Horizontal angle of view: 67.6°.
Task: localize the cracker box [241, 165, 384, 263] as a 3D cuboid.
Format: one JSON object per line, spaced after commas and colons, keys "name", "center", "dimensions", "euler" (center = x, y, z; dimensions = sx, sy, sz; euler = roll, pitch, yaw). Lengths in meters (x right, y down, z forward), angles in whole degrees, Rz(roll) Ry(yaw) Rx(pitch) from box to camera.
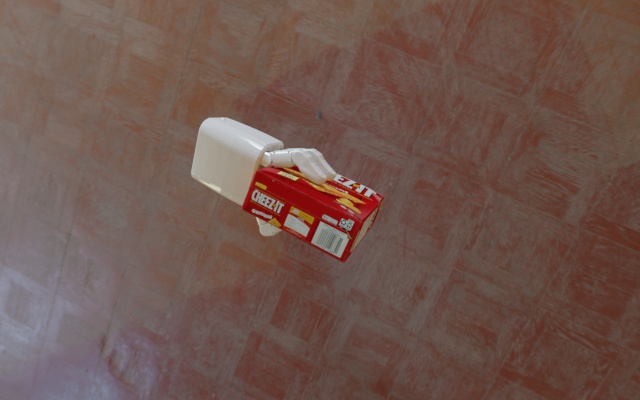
{"name": "cracker box", "center": [0.000, 0.003, 0.737], "dimensions": [0.164, 0.072, 0.213], "euler": [26, 16, 10]}
